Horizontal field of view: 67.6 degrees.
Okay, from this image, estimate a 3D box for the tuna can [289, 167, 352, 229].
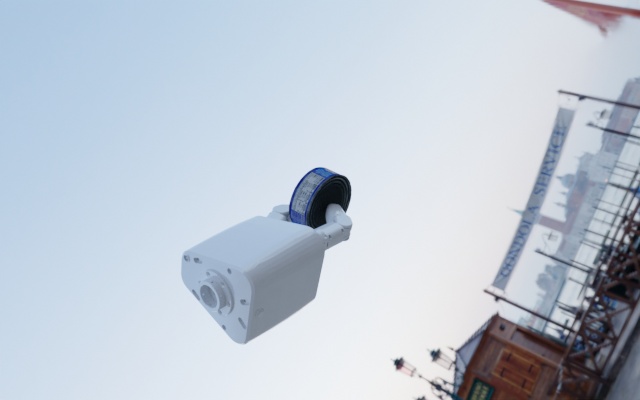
[{"bbox_3d":[0.000,0.002,0.602,0.033,0.086,0.086,27,15,32],"label":"tuna can"}]
